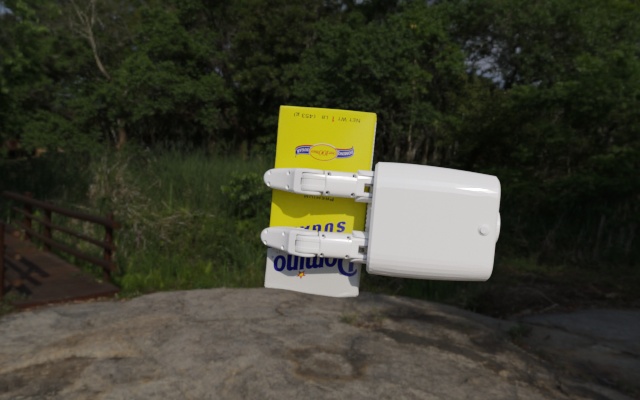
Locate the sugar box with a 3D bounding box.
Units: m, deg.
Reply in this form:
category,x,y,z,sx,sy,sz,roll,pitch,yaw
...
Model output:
category,x,y,z,sx,sy,sz,roll,pitch,yaw
sugar box,0.000,0.001,0.465,0.093,0.176,0.048,5,3,7
